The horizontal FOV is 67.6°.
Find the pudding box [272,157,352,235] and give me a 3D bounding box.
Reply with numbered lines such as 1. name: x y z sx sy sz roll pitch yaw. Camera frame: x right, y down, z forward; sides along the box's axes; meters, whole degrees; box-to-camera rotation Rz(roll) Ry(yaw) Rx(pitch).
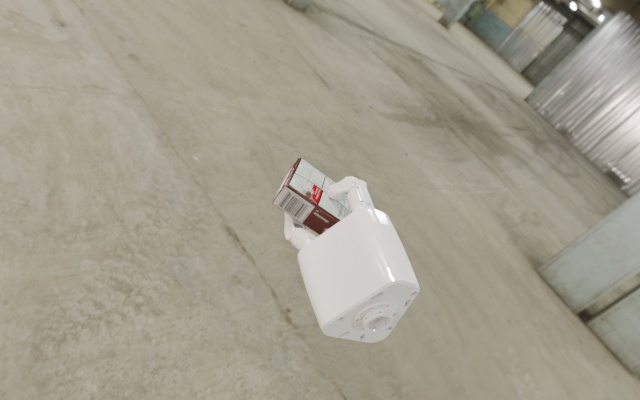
1. pudding box: 0.000 0.002 0.637 0.113 0.039 0.090 36 27 -9
